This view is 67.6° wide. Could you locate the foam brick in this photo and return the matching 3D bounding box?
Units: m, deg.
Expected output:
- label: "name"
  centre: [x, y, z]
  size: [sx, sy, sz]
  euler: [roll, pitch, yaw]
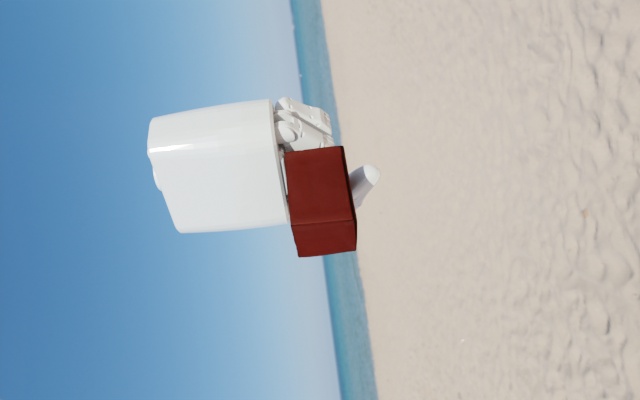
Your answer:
- label: "foam brick"
  centre: [0.000, 0.001, 0.402]
  size: [0.051, 0.078, 0.053]
  euler: [-7, -35, -1]
